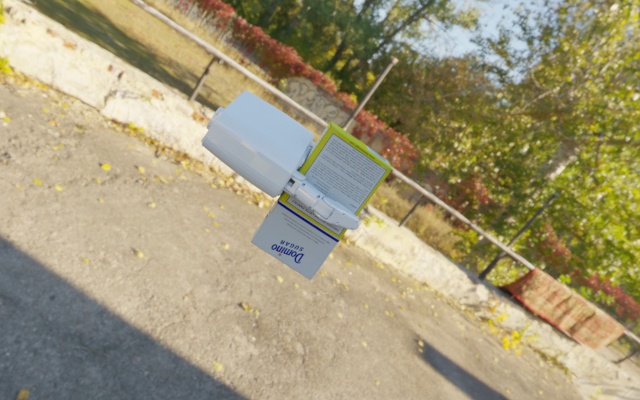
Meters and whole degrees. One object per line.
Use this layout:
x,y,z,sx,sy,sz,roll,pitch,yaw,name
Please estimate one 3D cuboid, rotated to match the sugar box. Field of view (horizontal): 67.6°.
0.000,0.002,0.593,0.093,0.176,0.048,34,15,-9,sugar box
